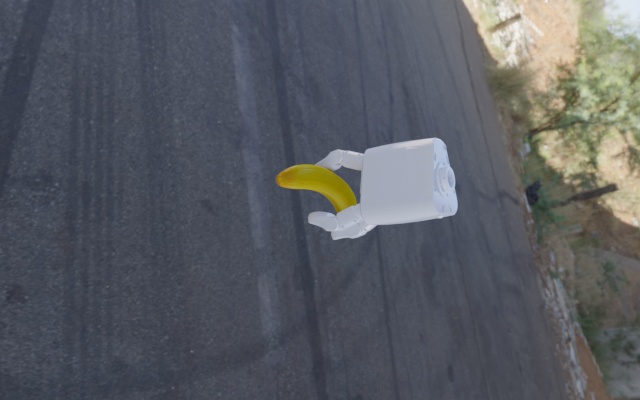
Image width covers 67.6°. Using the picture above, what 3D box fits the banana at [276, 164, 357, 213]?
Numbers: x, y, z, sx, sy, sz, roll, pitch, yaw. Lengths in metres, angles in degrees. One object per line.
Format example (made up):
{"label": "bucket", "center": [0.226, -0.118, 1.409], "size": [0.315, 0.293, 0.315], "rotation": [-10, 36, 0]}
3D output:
{"label": "banana", "center": [0.007, -0.013, 0.727], "size": [0.037, 0.069, 0.198], "rotation": [1, -25, 37]}
